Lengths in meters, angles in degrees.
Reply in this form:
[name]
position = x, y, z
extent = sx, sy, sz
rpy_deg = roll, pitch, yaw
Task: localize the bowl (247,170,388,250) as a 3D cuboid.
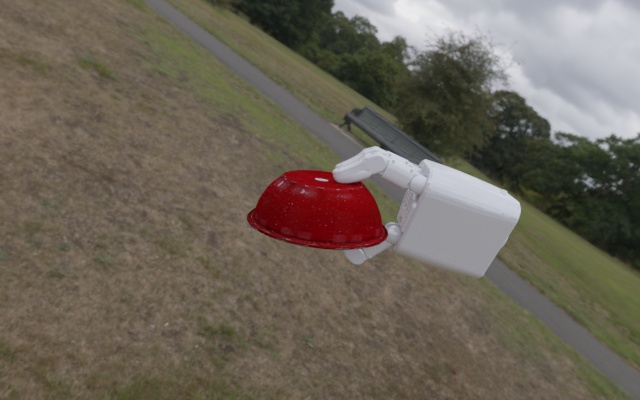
[bowl]
position = -0.001, 0.001, 0.538
extent = 0.162, 0.055, 0.162
rpy_deg = 6, 14, -2
